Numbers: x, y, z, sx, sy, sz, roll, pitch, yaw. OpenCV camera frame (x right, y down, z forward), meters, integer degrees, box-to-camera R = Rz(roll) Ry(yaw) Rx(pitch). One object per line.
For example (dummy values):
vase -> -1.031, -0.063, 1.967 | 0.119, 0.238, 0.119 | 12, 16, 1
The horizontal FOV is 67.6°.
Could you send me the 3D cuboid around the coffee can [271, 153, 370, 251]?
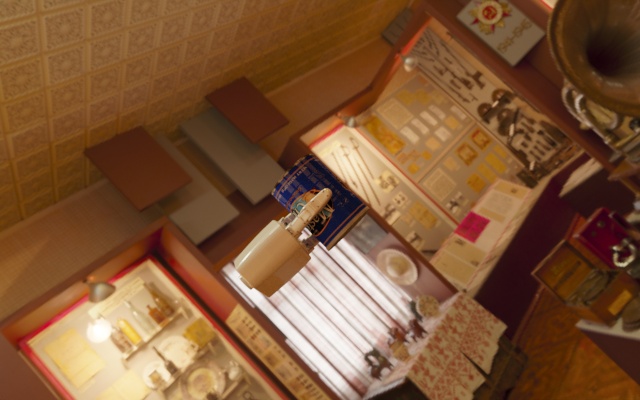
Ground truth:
coffee can -> 0.000, 0.003, 0.827 | 0.140, 0.103, 0.103 | 44, 7, 7
